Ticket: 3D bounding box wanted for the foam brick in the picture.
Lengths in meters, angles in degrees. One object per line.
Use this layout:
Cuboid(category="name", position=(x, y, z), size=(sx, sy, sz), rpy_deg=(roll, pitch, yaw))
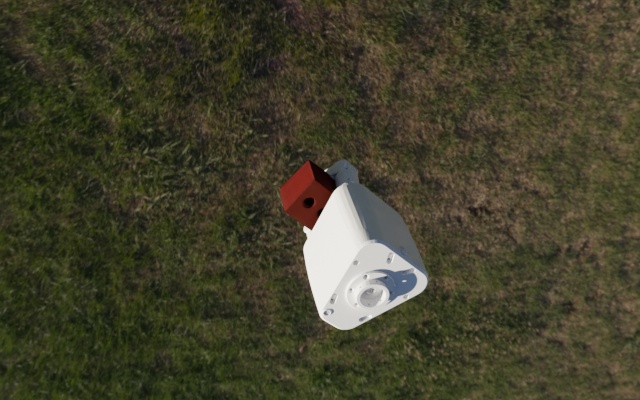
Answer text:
Cuboid(category="foam brick", position=(0.000, 0.002, 0.553), size=(0.078, 0.053, 0.051), rpy_deg=(36, 19, -26))
